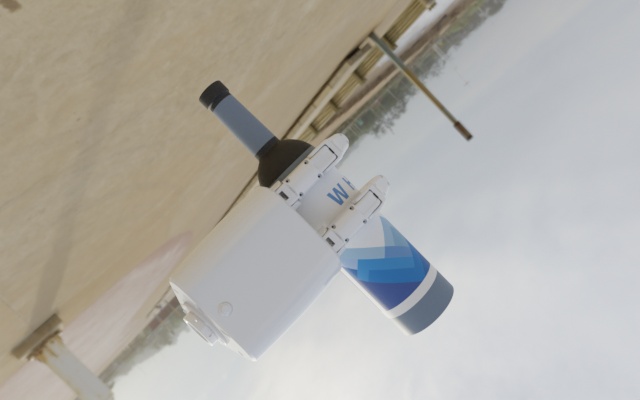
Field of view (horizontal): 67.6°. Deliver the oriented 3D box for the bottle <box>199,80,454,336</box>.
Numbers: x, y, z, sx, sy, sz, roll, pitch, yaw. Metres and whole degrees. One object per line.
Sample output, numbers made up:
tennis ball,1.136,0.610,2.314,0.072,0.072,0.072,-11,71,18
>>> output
bottle,0.000,0.002,0.453,0.069,0.296,0.069,-45,3,3
